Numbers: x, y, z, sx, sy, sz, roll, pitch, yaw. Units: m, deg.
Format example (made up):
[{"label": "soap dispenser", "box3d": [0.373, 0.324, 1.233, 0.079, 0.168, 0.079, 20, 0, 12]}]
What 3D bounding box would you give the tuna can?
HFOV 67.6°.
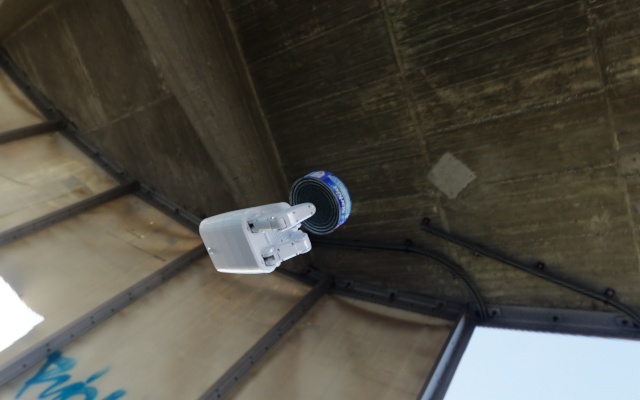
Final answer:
[{"label": "tuna can", "box3d": [0.000, 0.002, 0.670, 0.086, 0.086, 0.033, 0, 21, 38]}]
